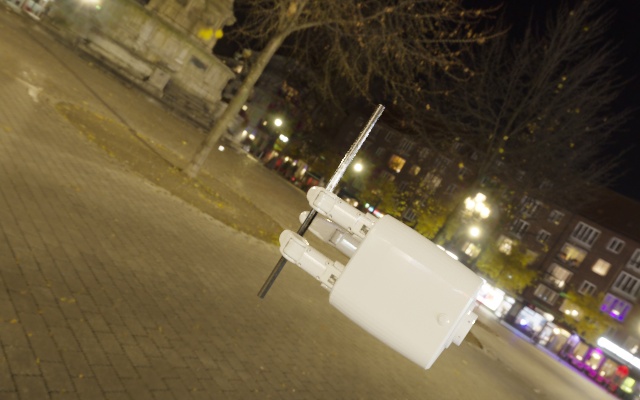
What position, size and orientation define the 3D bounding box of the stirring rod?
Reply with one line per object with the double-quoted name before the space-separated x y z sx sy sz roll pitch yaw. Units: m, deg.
"stirring rod" 0.000 0.002 0.508 0.011 0.239 0.011 33 2 -1
